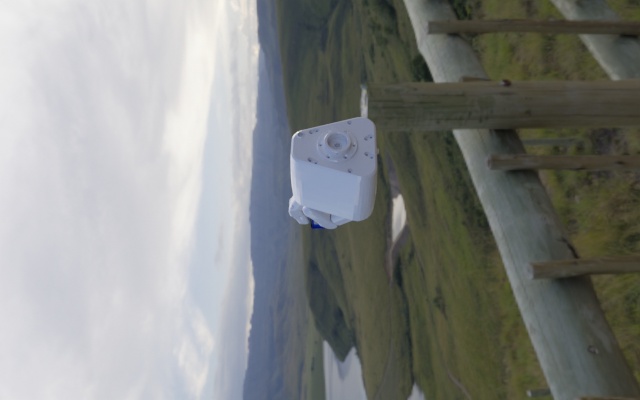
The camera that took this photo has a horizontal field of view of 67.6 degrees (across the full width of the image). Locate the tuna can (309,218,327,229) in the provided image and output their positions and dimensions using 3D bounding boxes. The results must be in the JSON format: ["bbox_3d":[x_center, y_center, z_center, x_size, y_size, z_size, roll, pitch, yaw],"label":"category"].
[{"bbox_3d":[0.000,0.003,0.751,0.034,0.086,0.086,-3,0,2],"label":"tuna can"}]
